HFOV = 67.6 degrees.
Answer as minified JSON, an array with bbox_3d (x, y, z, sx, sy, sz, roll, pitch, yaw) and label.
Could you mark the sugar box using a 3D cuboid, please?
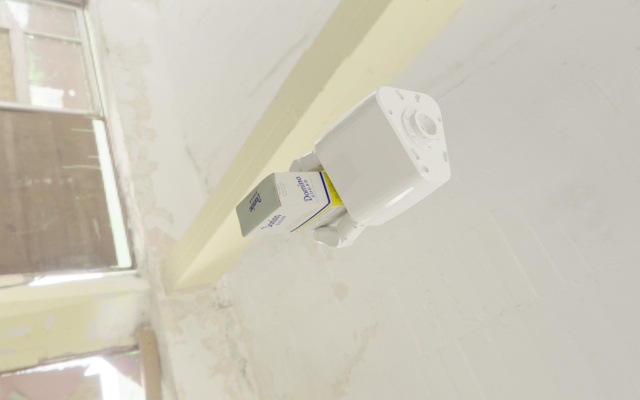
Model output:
[{"bbox_3d":[0.000,0.001,0.562,0.176,0.048,0.093,0,-24,-37],"label":"sugar box"}]
